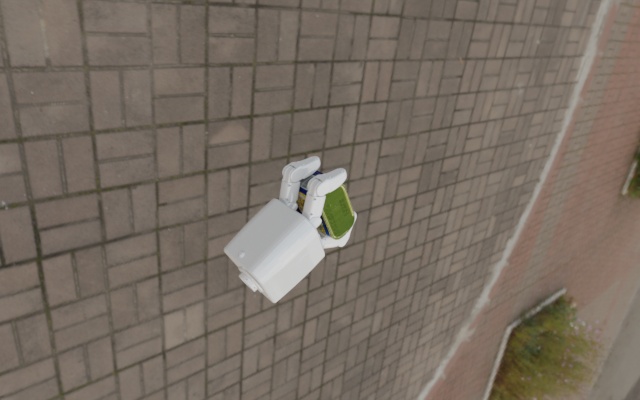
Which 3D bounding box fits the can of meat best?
[{"bbox_3d":[0.000,0.003,0.726,0.057,0.102,0.084,-41,45,-19],"label":"can of meat"}]
